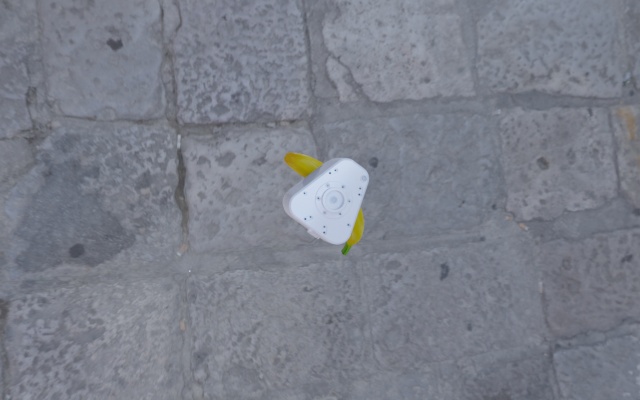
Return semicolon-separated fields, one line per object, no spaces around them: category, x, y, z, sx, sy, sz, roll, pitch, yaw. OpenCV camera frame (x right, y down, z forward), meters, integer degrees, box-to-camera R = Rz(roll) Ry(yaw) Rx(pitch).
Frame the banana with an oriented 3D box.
banana;0.018;-0.004;0.772;0.069;0.198;0.037;-30;10;8
